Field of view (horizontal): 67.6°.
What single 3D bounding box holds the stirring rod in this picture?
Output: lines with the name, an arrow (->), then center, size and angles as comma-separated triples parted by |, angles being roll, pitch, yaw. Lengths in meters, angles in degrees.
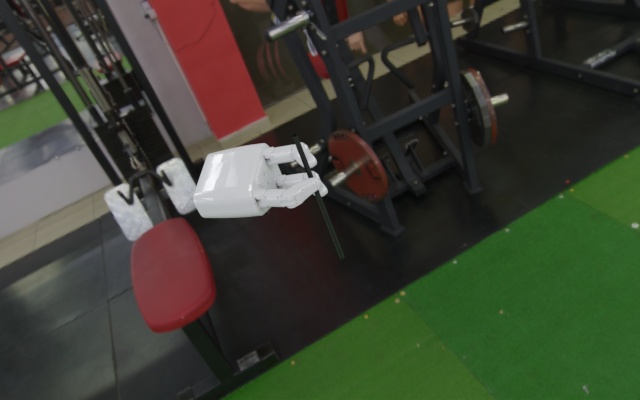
stirring rod -> 0.000, 0.003, 0.728 | 0.011, 0.240, 0.011 | -14, 35, 10
